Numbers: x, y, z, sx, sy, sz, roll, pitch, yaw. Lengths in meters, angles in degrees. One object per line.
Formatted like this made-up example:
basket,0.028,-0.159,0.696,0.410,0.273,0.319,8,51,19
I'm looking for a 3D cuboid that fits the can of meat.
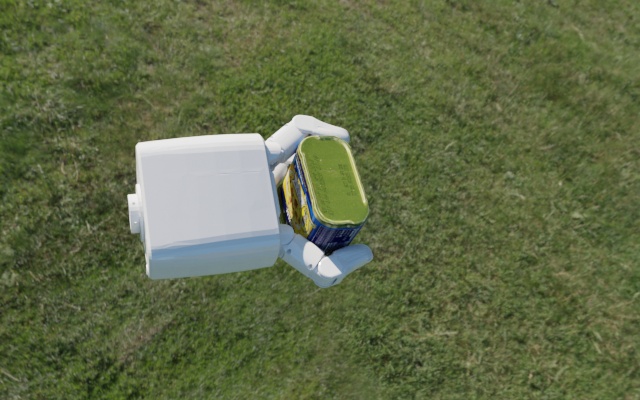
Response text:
can of meat,0.000,0.001,0.451,0.057,0.102,0.084,-3,-31,-21
